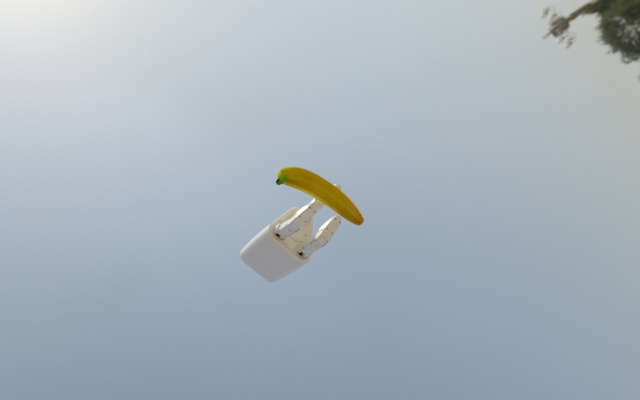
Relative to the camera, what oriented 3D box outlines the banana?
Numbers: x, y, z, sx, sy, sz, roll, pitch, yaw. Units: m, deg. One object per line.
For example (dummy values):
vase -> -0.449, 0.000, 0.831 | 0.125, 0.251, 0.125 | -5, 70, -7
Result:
banana -> -0.005, -0.013, 0.818 | 0.198, 0.069, 0.037 | 25, -50, -34
